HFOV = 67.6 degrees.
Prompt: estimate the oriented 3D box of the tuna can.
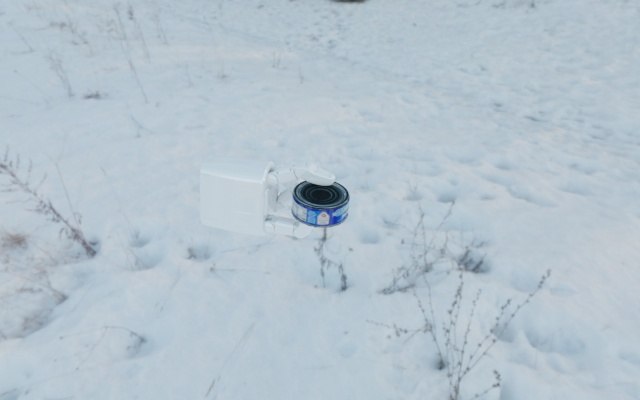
[{"bbox_3d":[0.000,0.002,0.705,0.086,0.034,0.086,3,32,-2],"label":"tuna can"}]
